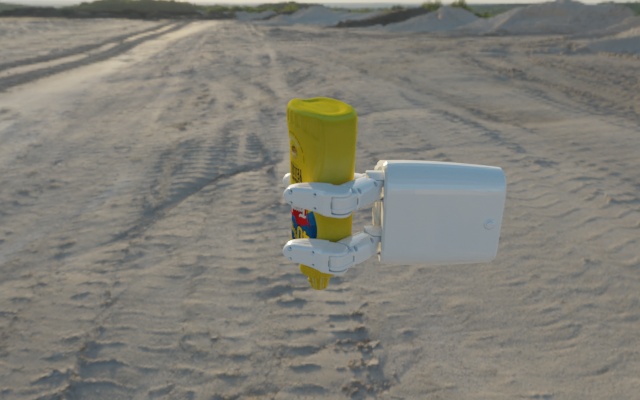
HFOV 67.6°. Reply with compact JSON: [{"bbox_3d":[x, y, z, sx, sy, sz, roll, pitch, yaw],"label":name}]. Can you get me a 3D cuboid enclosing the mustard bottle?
[{"bbox_3d":[0.000,0.001,0.467,0.058,0.192,0.096,-8,24,-20],"label":"mustard bottle"}]
